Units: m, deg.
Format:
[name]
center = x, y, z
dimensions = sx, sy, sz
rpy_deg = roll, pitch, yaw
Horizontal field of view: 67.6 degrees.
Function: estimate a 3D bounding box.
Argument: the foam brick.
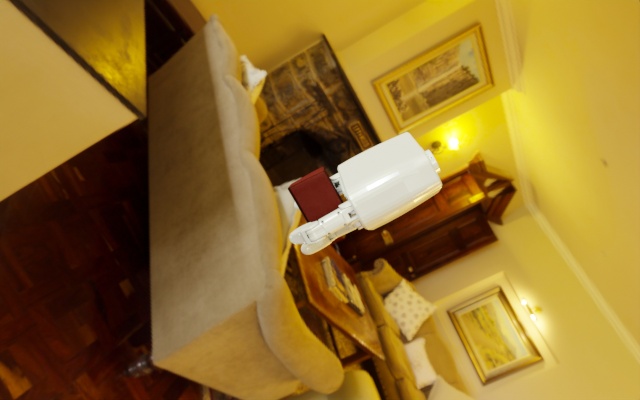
[foam brick]
center = 0.000, 0.002, 0.619
dimensions = 0.051, 0.078, 0.053
rpy_deg = -29, 9, 6
